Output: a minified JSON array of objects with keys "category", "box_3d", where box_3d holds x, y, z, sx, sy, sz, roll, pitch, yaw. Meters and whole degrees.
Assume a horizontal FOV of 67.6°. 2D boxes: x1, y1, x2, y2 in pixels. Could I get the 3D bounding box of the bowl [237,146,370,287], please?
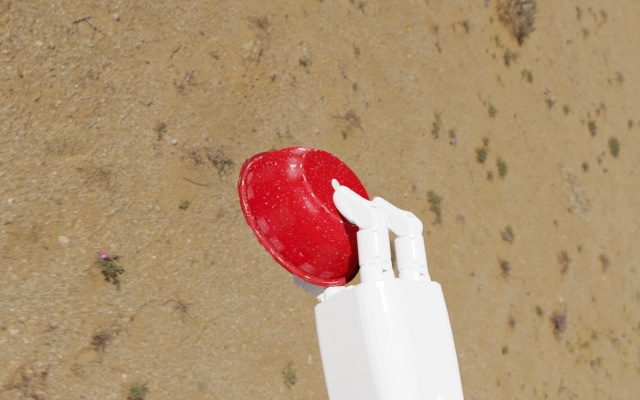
[{"category":"bowl","box_3d":[0.000,0.000,0.473,0.055,0.162,0.162,-41,-24,32]}]
